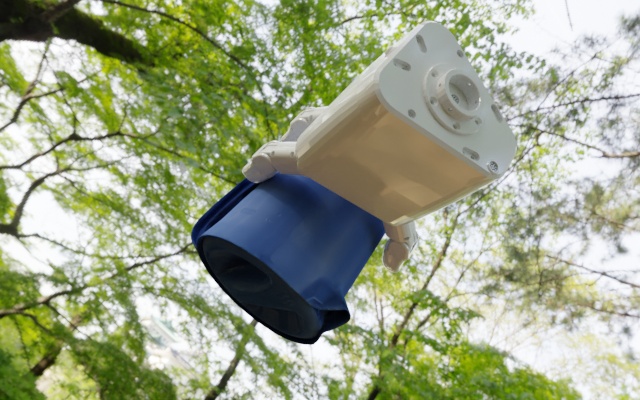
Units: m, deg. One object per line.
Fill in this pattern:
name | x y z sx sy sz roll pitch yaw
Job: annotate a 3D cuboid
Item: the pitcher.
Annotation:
pitcher | 0.000 0.002 0.469 0.242 0.149 0.145 -49 6 -31
